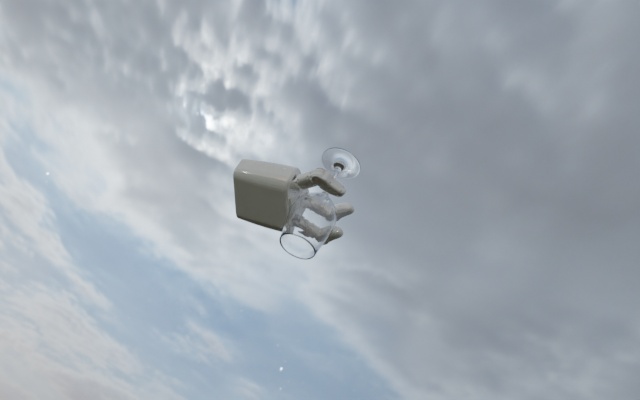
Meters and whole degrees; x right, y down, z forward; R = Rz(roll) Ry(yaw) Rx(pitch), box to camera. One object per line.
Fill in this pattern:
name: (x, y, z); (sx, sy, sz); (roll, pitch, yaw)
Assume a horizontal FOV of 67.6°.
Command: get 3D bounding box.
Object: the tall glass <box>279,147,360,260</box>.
tall glass: (0.001, 0.002, 0.801); (0.079, 0.201, 0.079); (16, -39, 14)
